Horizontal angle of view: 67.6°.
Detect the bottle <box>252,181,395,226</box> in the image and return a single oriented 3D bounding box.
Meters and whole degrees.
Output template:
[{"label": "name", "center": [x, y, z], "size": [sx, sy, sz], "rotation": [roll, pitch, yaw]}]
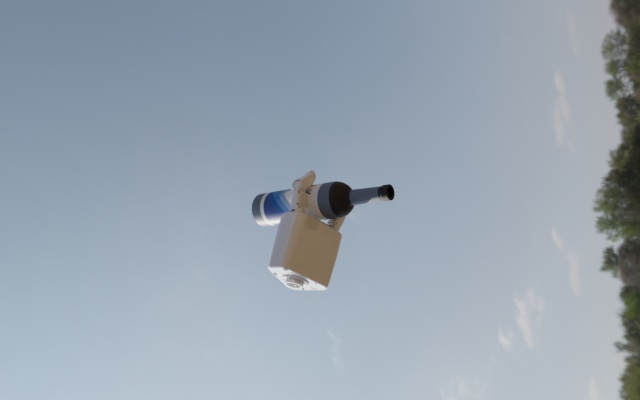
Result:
[{"label": "bottle", "center": [0.000, 0.003, 0.874], "size": [0.296, 0.069, 0.069], "rotation": [-8, -5, 38]}]
